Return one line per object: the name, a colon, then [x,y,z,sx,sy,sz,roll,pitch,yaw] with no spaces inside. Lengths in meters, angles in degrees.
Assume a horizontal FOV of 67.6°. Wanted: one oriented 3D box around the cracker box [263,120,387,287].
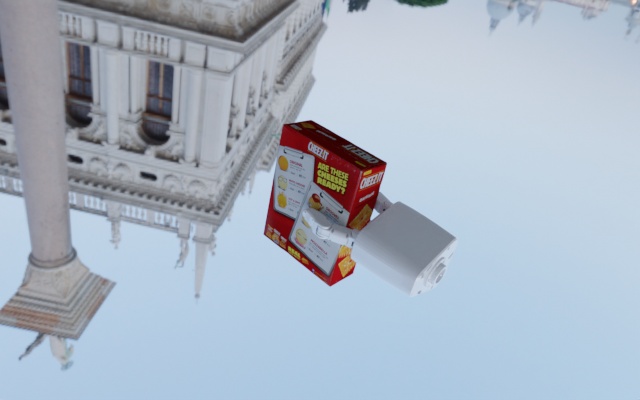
cracker box: [0.000,0.003,0.761,0.164,0.214,0.072,34,36,31]
